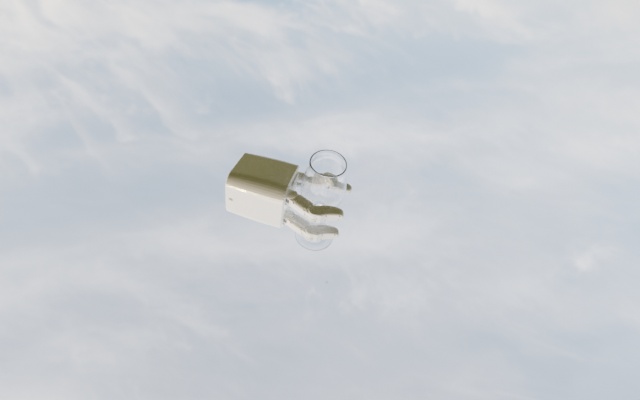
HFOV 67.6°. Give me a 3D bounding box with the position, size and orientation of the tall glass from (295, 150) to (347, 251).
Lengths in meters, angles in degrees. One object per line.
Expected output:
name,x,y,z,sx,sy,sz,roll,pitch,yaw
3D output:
tall glass,0.000,0.003,0.845,0.079,0.079,0.201,0,-40,-10
